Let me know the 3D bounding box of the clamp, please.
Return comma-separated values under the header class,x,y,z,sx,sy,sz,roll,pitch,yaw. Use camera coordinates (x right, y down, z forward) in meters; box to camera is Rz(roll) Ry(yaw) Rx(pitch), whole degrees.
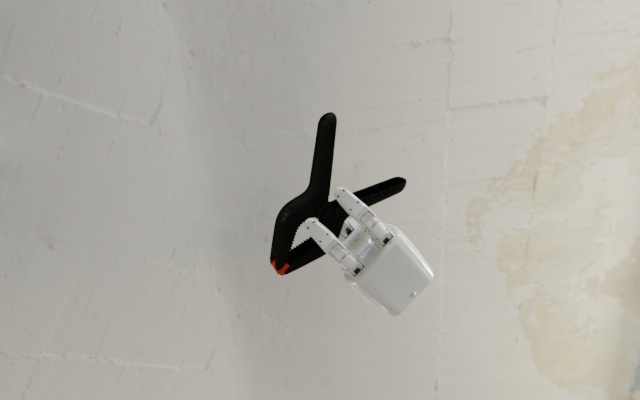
class,x,y,z,sx,sy,sz,roll,pitch,yaw
clamp,0.000,0.002,0.616,0.165,0.210,0.036,45,-2,-33
